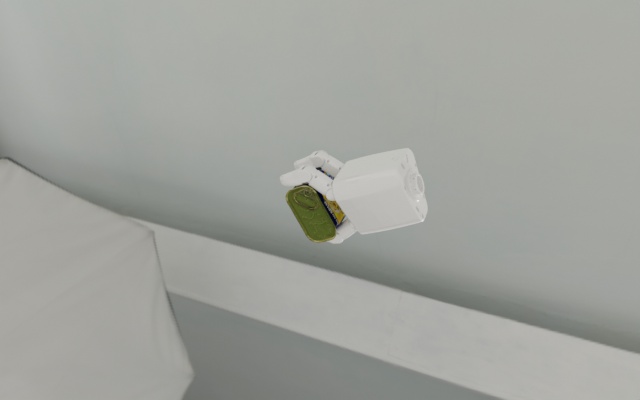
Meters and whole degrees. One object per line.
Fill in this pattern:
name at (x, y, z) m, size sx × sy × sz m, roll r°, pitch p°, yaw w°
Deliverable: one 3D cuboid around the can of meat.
can of meat at (0.000, 0.002, 0.776) m, size 0.057 × 0.102 × 0.084 m, roll -16°, pitch 23°, yaw 33°
